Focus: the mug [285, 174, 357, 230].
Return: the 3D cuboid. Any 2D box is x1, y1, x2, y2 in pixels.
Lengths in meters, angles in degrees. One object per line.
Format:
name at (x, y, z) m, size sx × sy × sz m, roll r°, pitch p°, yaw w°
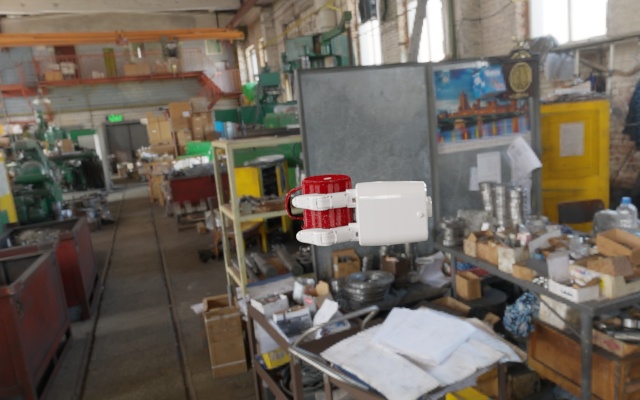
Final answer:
mug at (-0.001, 0.002, 0.788) m, size 0.117 × 0.081 × 0.093 m, roll -3°, pitch 10°, yaw 7°
